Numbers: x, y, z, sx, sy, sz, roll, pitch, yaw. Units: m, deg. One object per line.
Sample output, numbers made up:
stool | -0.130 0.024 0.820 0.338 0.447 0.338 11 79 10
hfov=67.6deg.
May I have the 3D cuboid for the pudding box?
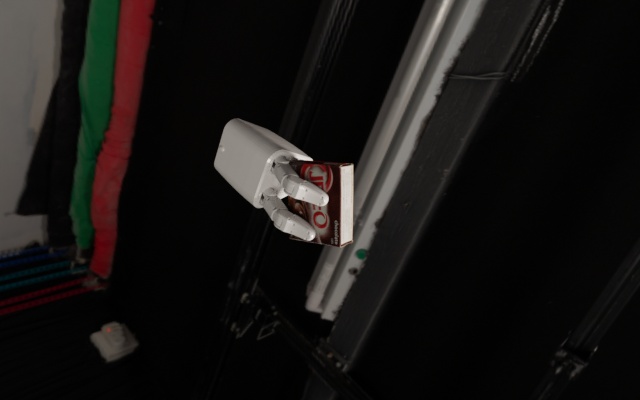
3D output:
pudding box | 0.000 0.002 0.663 0.090 0.113 0.039 7 14 37
